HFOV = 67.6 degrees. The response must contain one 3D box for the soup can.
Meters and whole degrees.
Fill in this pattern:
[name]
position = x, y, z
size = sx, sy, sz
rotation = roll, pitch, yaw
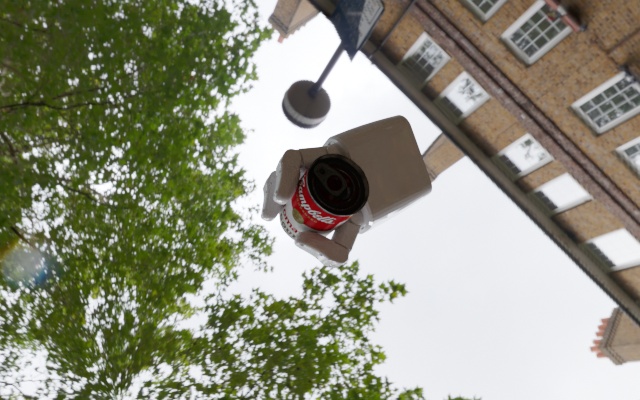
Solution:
[soup can]
position = 0.000, 0.002, 0.518
size = 0.068, 0.068, 0.102
rotation = 0, -21, -23
